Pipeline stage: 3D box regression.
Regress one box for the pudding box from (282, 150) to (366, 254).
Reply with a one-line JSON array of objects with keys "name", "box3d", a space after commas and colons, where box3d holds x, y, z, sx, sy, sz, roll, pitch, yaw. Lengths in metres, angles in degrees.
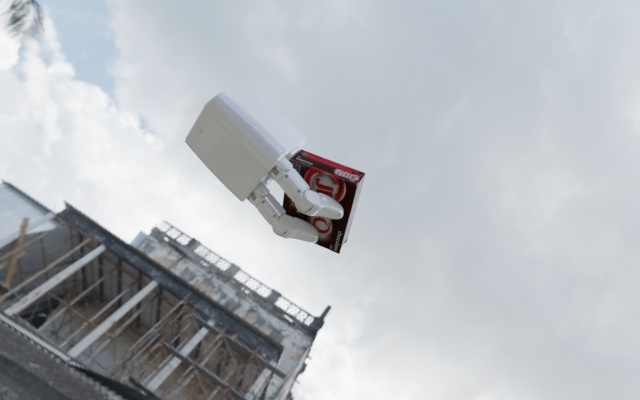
[{"name": "pudding box", "box3d": [0.000, 0.002, 0.607, 0.090, 0.114, 0.039, 22, 38, 15]}]
